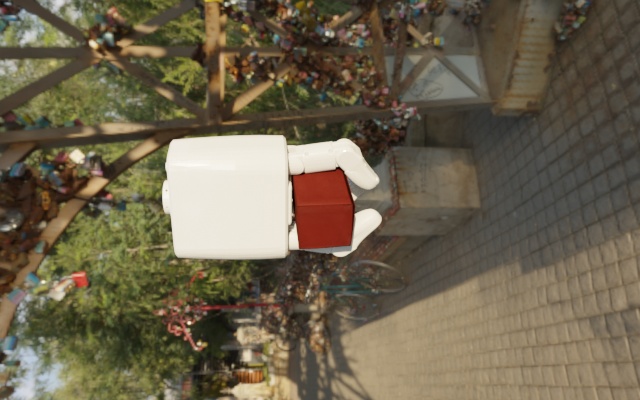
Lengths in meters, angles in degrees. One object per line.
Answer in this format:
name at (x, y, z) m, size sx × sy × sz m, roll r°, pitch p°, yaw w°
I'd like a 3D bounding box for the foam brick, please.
foam brick at (0.000, 0.002, 0.456) m, size 0.051 × 0.053 × 0.078 m, roll -3°, pitch 38°, yaw -6°
